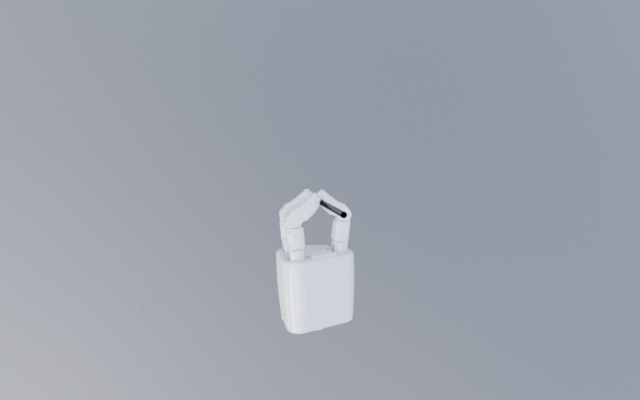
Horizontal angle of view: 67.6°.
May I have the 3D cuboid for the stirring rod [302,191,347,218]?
[{"bbox_3d":[0.000,0.002,0.674,0.011,0.011,0.239,0,7,-13],"label":"stirring rod"}]
